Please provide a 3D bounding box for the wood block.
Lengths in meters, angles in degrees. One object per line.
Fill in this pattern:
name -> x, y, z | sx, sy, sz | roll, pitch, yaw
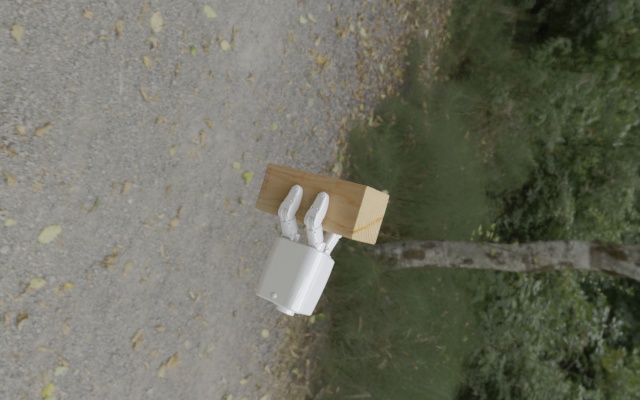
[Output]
wood block -> 0.000, 0.003, 0.836 | 0.206, 0.090, 0.091 | 16, -2, 33
